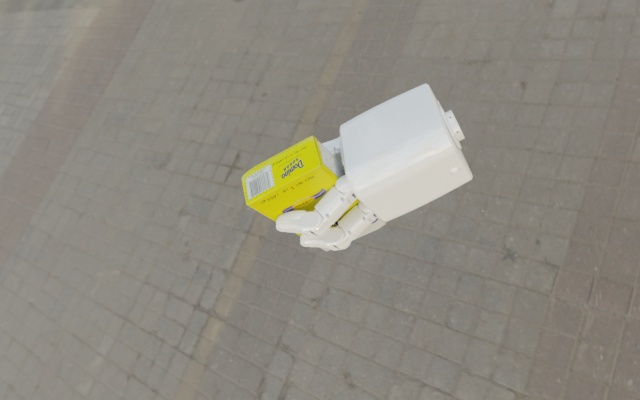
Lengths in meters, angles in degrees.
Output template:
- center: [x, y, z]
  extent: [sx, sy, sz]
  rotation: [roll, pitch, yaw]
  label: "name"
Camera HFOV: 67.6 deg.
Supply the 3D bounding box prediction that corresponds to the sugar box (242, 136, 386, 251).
- center: [0.000, 0.002, 0.545]
  extent: [0.093, 0.048, 0.176]
  rotation: [-26, -34, 19]
  label: "sugar box"
